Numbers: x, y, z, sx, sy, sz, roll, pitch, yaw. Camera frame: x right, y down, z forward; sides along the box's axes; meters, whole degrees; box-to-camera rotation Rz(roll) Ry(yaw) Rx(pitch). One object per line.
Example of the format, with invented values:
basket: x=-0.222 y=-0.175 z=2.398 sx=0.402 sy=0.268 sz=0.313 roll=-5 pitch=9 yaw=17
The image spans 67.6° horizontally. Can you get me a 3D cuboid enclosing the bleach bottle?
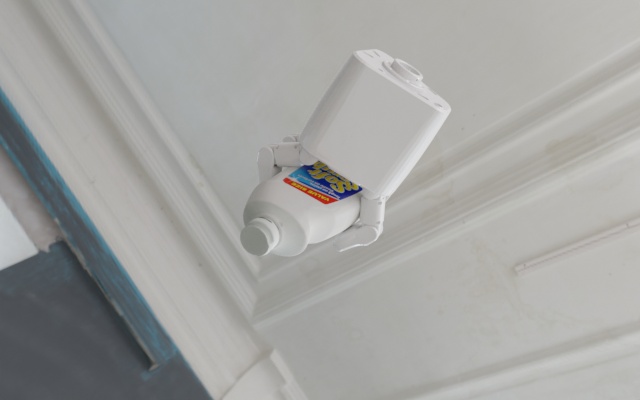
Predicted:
bleach bottle: x=0.000 y=0.002 z=0.514 sx=0.102 sy=0.068 sz=0.250 roll=38 pitch=29 yaw=8
